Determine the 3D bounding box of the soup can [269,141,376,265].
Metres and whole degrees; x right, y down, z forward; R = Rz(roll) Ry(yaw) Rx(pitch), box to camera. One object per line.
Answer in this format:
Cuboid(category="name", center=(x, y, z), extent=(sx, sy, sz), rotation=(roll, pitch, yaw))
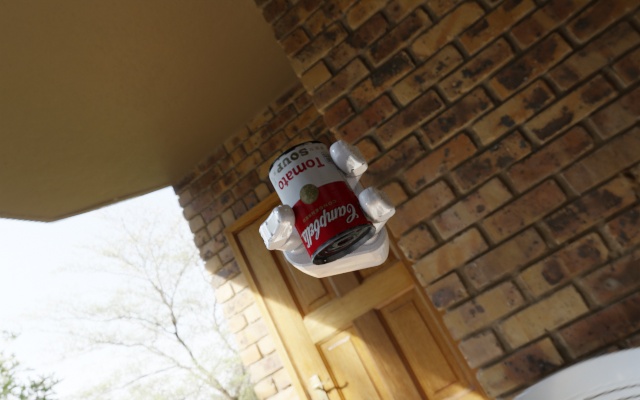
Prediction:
Cuboid(category="soup can", center=(0.000, 0.001, 0.462), extent=(0.068, 0.102, 0.068), rotation=(-25, -21, -10))
